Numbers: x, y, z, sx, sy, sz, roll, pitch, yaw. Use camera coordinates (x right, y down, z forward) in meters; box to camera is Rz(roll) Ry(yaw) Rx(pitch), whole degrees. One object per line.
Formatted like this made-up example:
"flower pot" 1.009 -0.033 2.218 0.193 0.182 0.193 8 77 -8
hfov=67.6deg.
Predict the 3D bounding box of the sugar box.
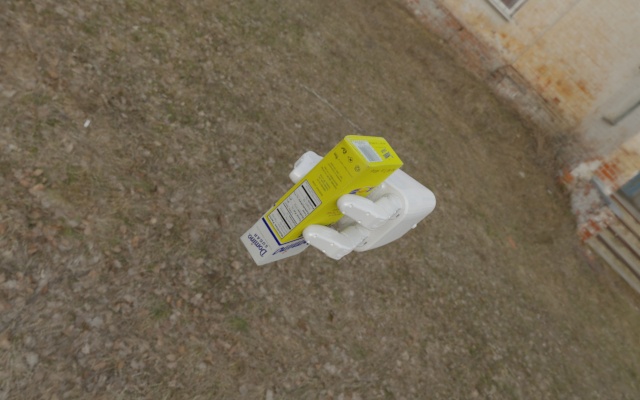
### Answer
"sugar box" 0.001 0.002 0.527 0.176 0.048 0.093 -45 -18 27
